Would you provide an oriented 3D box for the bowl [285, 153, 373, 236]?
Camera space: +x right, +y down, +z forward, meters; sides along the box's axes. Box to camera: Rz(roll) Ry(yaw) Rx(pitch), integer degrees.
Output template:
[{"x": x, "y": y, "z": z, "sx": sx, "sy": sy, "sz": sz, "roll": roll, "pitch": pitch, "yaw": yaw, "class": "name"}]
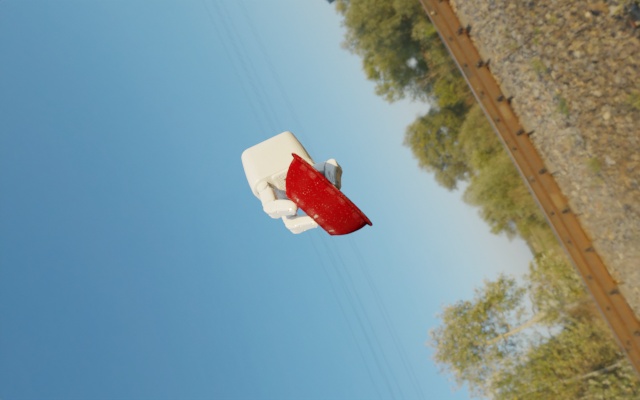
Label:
[{"x": 0.000, "y": 0.003, "z": 0.708, "sx": 0.162, "sy": 0.055, "sz": 0.162, "roll": 42, "pitch": -2, "yaw": 2, "class": "bowl"}]
